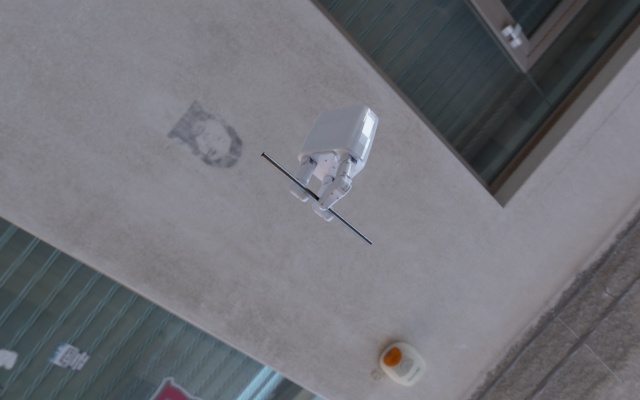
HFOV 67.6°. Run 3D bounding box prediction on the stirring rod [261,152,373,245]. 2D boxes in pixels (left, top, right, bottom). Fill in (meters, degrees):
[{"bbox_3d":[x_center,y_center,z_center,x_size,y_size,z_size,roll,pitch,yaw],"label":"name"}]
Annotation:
[{"bbox_3d":[0.000,0.002,0.741,0.240,0.011,0.011,40,-20,-26],"label":"stirring rod"}]
